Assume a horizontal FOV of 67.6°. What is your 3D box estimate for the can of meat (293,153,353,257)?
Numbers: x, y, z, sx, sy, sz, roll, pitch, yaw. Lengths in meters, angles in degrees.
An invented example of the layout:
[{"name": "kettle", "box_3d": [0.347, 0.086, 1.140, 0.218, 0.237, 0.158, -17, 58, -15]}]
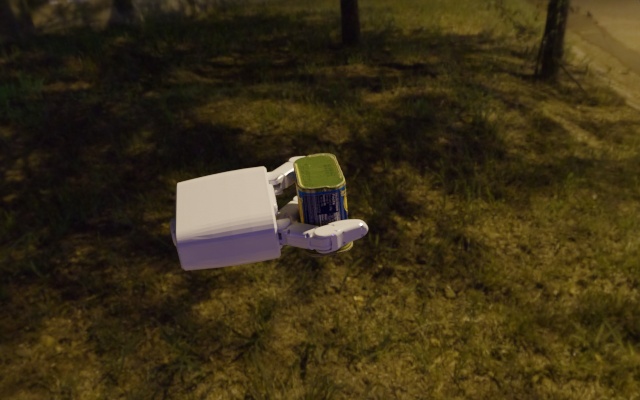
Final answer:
[{"name": "can of meat", "box_3d": [0.000, 0.002, 0.553, 0.057, 0.084, 0.102, -8, 27, -5]}]
